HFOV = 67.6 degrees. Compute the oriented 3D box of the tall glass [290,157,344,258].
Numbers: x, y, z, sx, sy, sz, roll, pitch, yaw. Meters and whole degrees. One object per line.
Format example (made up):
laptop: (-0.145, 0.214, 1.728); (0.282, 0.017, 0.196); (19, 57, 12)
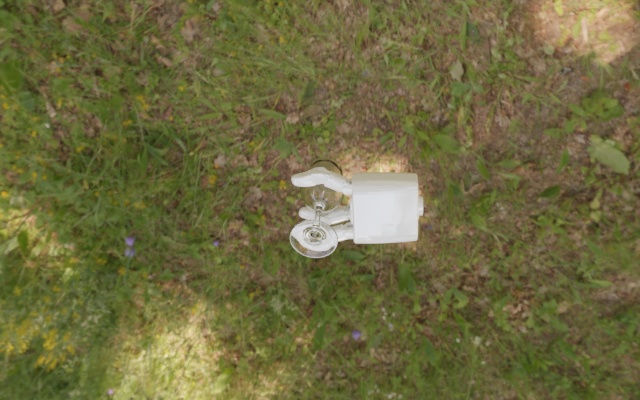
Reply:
tall glass: (0.000, 0.003, 0.806); (0.079, 0.079, 0.201); (0, 35, 7)
